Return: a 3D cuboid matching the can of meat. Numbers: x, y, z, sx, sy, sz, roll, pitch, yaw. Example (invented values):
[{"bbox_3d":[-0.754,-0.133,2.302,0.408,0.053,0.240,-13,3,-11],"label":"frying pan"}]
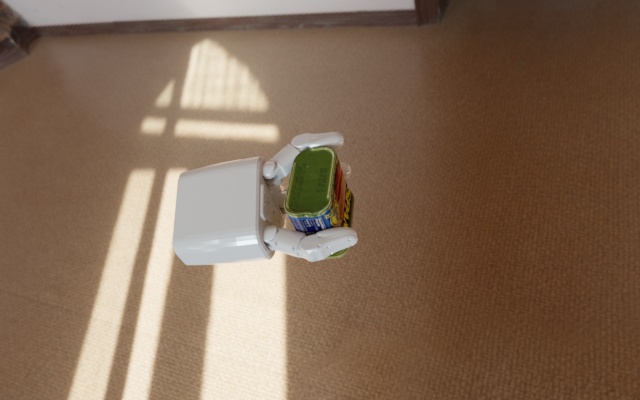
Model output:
[{"bbox_3d":[0.000,0.002,0.543,0.057,0.102,0.084,-5,-39,16],"label":"can of meat"}]
